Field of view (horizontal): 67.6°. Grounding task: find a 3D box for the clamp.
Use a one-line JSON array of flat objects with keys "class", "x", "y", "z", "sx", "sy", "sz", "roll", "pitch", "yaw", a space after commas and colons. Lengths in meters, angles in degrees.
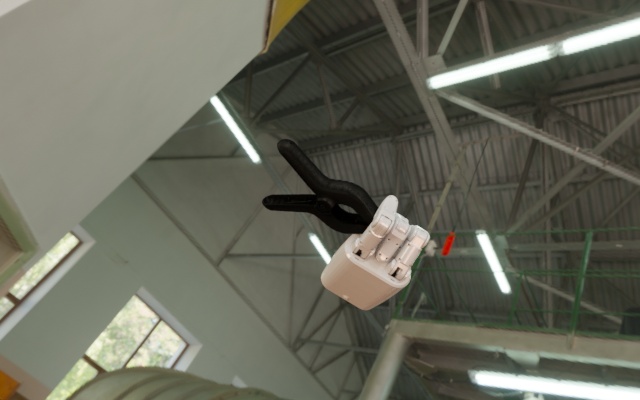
[{"class": "clamp", "x": 0.001, "y": 0.002, "z": 0.635, "sx": 0.171, "sy": 0.039, "sz": 0.120, "roll": 33, "pitch": -40, "yaw": 0}]
